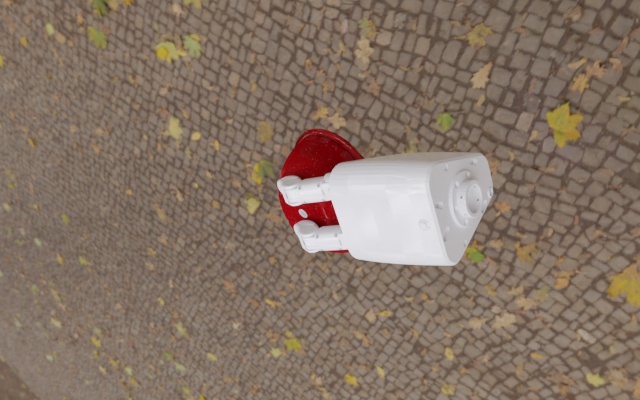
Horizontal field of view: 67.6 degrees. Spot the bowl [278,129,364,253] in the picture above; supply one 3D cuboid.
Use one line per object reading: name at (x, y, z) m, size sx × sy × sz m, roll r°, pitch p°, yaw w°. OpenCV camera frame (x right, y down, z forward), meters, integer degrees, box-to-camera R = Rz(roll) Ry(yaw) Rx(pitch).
bowl at (-0.001, 0.002, 0.553) m, size 0.055 × 0.162 × 0.162 m, roll -30°, pitch 16°, yaw -30°
